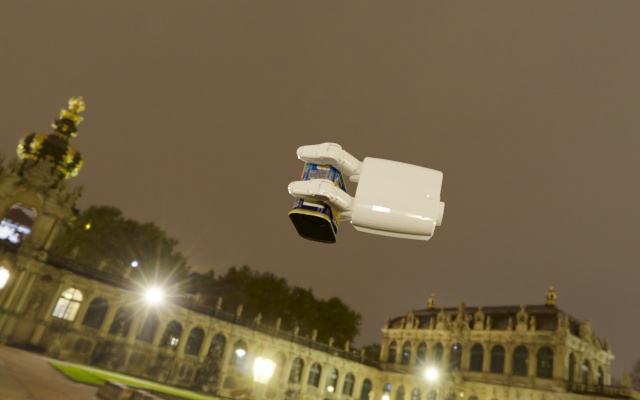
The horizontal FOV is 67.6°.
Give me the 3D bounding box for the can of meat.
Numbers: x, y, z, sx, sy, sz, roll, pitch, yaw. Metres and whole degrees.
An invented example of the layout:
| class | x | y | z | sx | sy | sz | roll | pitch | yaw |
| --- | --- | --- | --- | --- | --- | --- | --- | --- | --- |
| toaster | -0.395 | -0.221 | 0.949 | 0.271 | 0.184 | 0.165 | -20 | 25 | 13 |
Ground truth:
| class | x | y | z | sx | sy | sz | roll | pitch | yaw |
| --- | --- | --- | --- | --- | --- | --- | --- | --- | --- |
| can of meat | 0.000 | 0.002 | 0.669 | 0.057 | 0.084 | 0.102 | 9 | -23 | 14 |
